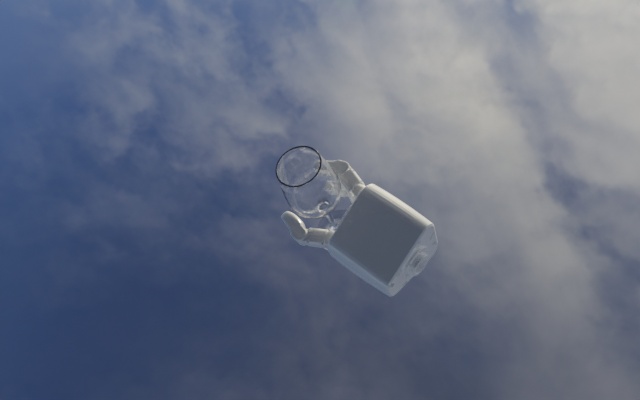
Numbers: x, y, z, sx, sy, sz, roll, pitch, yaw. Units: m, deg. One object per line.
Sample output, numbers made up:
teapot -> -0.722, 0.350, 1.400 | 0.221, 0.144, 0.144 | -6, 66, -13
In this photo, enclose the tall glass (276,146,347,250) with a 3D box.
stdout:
tall glass -> 0.000, 0.003, 0.686 | 0.079, 0.079, 0.201 | 0, -28, 19
